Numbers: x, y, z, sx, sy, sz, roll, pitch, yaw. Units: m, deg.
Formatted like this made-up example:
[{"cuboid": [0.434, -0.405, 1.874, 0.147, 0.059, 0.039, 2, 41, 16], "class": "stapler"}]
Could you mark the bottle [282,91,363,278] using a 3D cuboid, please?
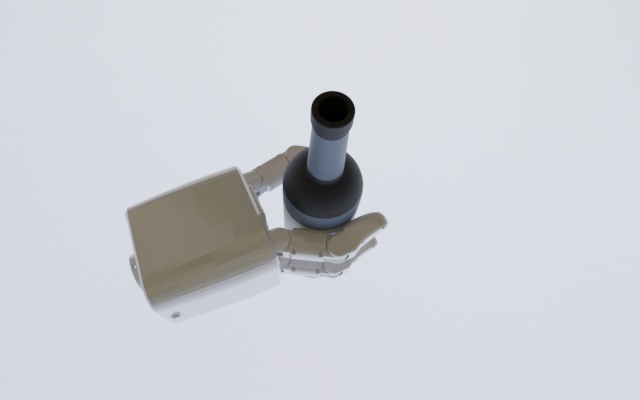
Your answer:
[{"cuboid": [0.000, 0.001, 0.425, 0.069, 0.069, 0.296, 0, -23, -3], "class": "bottle"}]
